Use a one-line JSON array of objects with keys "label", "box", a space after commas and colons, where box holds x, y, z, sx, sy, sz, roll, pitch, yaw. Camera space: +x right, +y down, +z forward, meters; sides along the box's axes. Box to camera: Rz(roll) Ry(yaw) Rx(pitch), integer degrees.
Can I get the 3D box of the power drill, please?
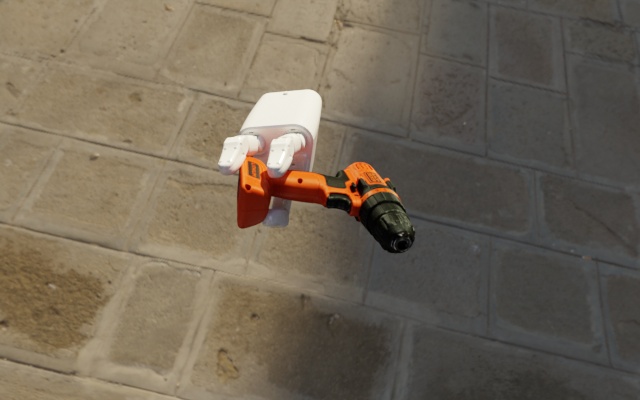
[{"label": "power drill", "box": [0.000, 0.002, 0.546, 0.187, 0.057, 0.184, 5, 22, -14]}]
